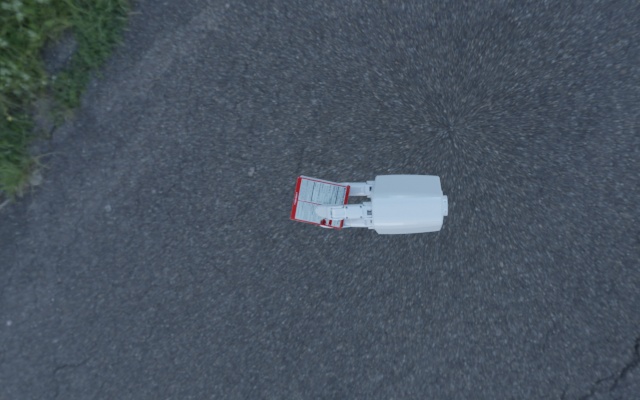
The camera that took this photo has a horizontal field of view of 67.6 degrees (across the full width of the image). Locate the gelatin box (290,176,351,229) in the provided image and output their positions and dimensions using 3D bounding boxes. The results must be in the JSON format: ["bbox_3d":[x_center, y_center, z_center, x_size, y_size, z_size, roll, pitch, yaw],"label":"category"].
[{"bbox_3d":[0.000,0.003,0.796,0.089,0.073,0.030,11,10,5],"label":"gelatin box"}]
